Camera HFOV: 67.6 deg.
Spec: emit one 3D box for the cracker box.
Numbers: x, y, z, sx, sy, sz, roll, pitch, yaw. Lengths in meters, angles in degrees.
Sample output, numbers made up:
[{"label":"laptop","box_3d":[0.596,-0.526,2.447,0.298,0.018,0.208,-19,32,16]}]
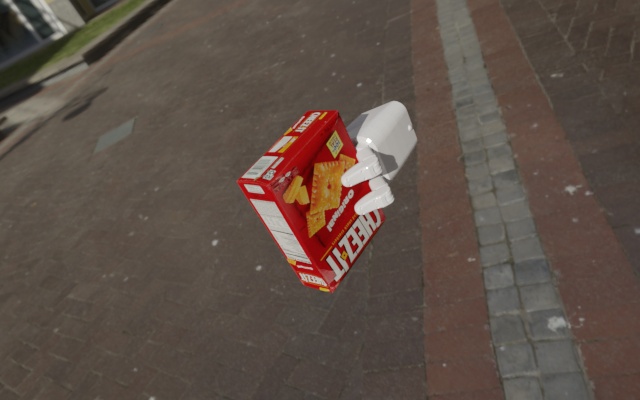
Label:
[{"label":"cracker box","box_3d":[0.000,0.002,0.696,0.072,0.214,0.164,8,48,43]}]
